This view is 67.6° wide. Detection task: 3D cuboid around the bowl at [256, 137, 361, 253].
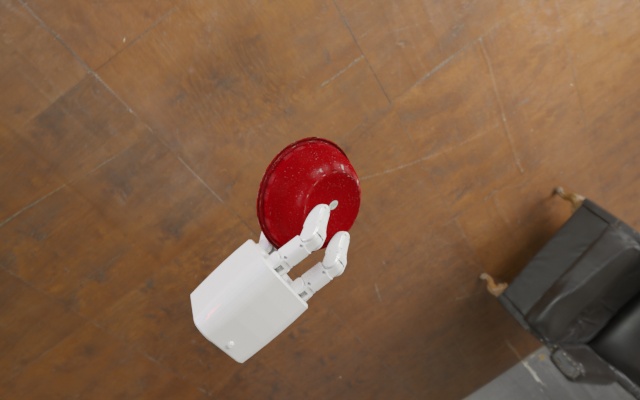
[{"bbox_3d":[0.001,0.001,0.617,0.162,0.162,0.055,0,14,-39],"label":"bowl"}]
